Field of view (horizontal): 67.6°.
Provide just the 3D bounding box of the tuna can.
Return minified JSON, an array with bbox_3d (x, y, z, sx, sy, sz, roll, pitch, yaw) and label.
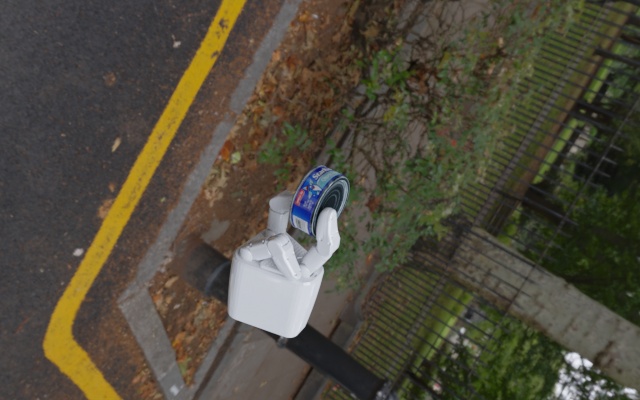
[{"bbox_3d":[0.001,0.002,0.591,0.033,0.086,0.086,27,11,24],"label":"tuna can"}]
